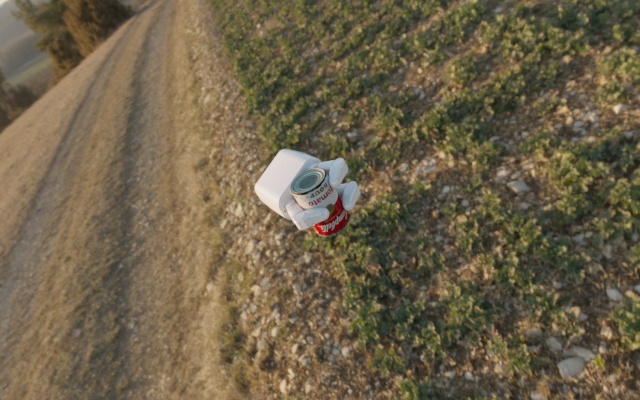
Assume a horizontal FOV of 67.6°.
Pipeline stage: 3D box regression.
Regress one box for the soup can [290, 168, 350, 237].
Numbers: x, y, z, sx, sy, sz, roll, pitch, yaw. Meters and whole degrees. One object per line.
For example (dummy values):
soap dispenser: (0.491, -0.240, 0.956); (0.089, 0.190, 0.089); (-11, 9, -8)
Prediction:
soup can: (0.000, 0.003, 0.815); (0.068, 0.102, 0.068); (-20, 34, 15)
